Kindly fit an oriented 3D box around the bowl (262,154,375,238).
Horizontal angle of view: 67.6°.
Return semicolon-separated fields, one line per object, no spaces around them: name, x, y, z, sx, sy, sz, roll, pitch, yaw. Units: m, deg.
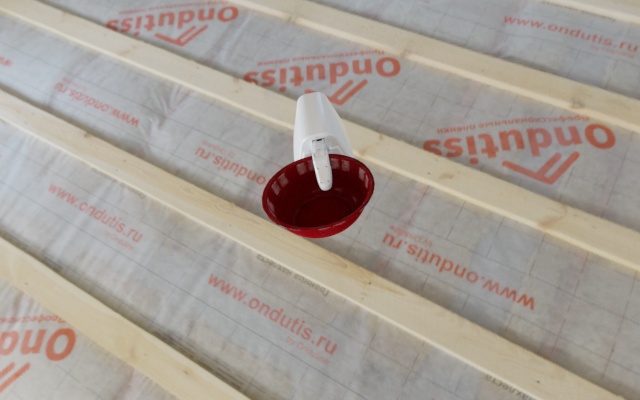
bowl;0.000;0.003;0.688;0.162;0.055;0.162;-8;41;7
